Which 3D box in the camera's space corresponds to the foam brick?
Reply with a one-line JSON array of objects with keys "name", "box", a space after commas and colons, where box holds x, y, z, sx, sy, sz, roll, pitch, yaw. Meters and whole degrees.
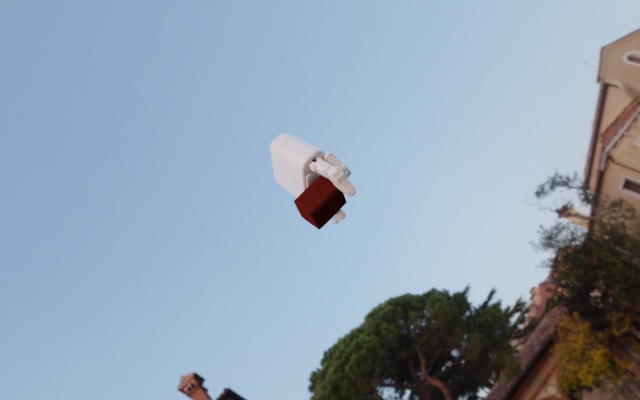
[{"name": "foam brick", "box": [0.000, 0.003, 0.869, 0.051, 0.078, 0.053, 34, -20, 35]}]
